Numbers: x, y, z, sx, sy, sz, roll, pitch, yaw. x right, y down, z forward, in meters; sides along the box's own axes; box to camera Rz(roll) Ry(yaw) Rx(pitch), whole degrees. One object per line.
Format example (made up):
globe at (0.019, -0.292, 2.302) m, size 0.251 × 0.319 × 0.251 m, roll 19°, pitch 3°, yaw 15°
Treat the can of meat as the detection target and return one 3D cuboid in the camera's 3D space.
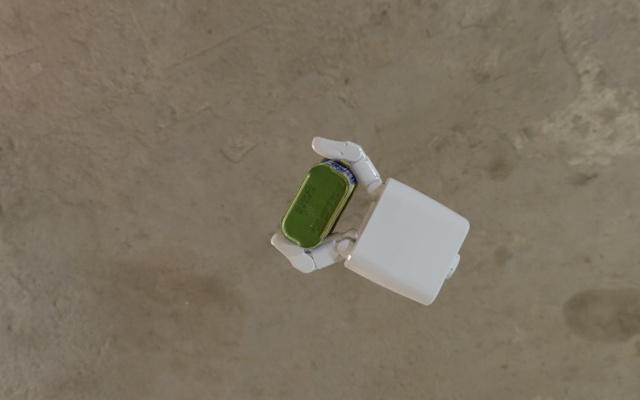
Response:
can of meat at (0.000, 0.002, 0.557) m, size 0.057 × 0.102 × 0.084 m, roll 29°, pitch 11°, yaw 4°
